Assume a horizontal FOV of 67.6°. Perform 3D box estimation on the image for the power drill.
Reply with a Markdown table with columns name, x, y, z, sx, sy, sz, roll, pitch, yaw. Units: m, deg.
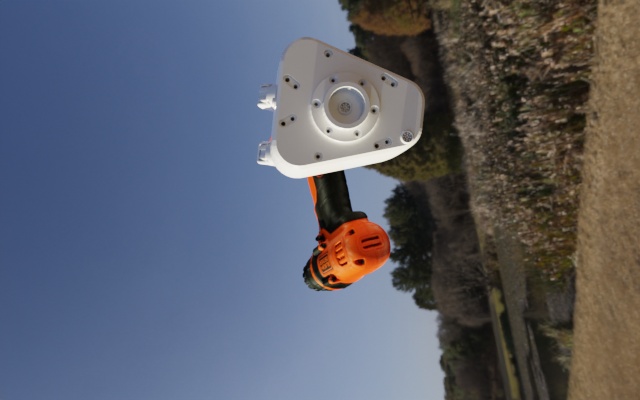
| name | x | y | z | sx | sy | sz | roll | pitch | yaw |
| --- | --- | --- | --- | --- | --- | --- | --- | --- | --- |
| power drill | 0.000 | 0.001 | 0.509 | 0.057 | 0.187 | 0.184 | -14 | -13 | -22 |
